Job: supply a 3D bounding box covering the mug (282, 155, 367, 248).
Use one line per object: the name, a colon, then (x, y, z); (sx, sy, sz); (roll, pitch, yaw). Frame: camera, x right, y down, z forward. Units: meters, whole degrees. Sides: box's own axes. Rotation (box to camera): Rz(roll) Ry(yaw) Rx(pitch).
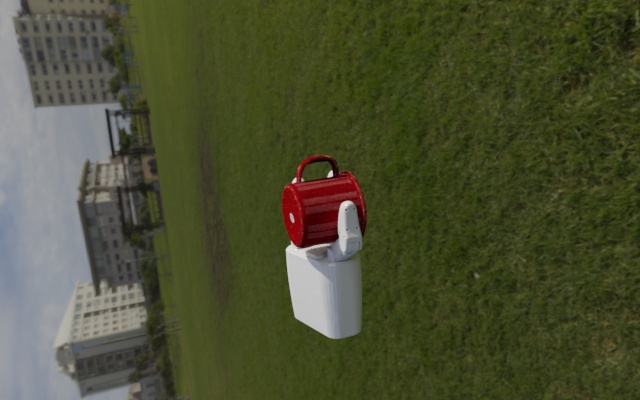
mug: (0.000, 0.001, 0.599); (0.081, 0.117, 0.093); (-10, 12, -20)
